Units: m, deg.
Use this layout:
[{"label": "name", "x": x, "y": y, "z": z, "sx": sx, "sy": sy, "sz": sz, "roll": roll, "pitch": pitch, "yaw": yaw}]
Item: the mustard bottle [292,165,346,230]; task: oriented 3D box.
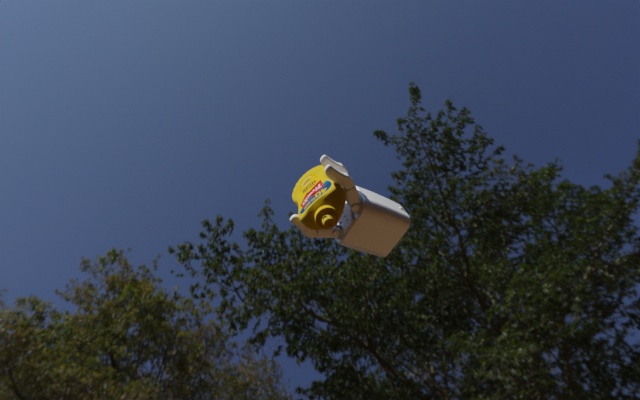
[{"label": "mustard bottle", "x": 0.000, "y": 0.003, "z": 0.874, "sx": 0.058, "sy": 0.096, "sz": 0.191, "roll": 45, "pitch": 9, "yaw": -23}]
